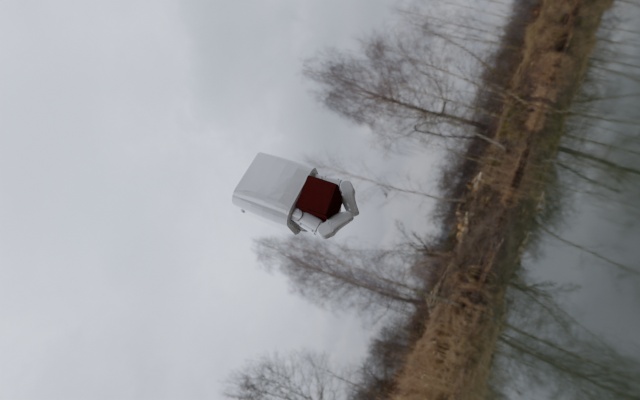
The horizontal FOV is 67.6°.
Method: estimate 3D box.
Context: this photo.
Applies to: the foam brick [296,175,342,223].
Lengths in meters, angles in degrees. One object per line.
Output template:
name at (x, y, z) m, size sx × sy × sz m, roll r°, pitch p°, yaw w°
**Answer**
foam brick at (0.000, 0.002, 0.750) m, size 0.051 × 0.053 × 0.078 m, roll 20°, pitch -13°, yaw 14°
